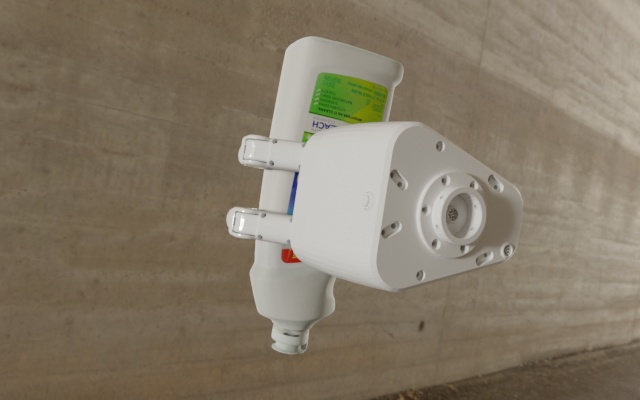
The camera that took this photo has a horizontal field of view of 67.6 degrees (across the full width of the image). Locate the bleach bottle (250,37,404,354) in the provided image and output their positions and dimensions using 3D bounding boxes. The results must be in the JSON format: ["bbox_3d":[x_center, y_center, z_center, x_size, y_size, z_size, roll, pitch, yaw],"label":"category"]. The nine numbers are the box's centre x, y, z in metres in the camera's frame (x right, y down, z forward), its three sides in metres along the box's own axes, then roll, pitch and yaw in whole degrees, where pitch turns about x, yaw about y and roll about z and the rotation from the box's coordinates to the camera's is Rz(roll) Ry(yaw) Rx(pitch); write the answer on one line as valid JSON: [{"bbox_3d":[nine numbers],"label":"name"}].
[{"bbox_3d":[0.000,0.001,0.404,0.102,0.251,0.068,9,0,-25],"label":"bleach bottle"}]
